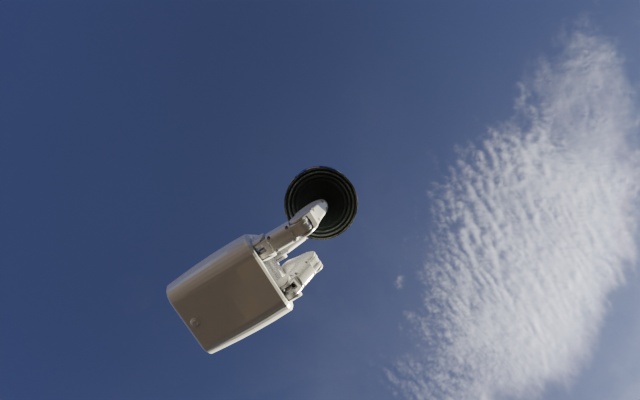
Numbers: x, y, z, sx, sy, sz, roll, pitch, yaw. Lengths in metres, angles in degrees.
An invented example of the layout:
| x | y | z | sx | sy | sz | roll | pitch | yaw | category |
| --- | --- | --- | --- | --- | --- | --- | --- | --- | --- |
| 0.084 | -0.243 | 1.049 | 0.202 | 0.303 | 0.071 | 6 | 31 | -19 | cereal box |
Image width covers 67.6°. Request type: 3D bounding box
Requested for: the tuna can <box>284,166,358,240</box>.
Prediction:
| x | y | z | sx | sy | sz | roll | pitch | yaw | category |
| --- | --- | --- | --- | --- | --- | --- | --- | --- | --- |
| 0.000 | 0.002 | 0.568 | 0.086 | 0.086 | 0.033 | 0 | 9 | -2 | tuna can |
